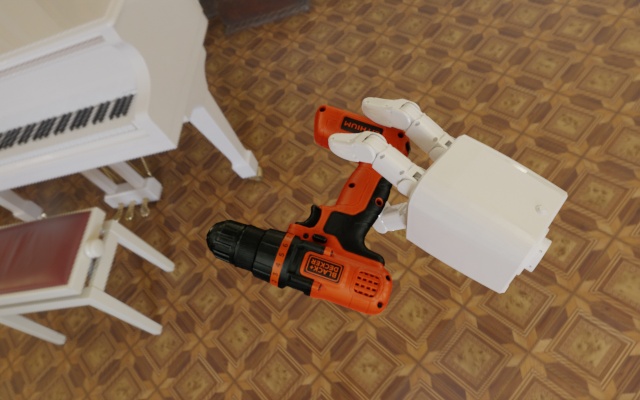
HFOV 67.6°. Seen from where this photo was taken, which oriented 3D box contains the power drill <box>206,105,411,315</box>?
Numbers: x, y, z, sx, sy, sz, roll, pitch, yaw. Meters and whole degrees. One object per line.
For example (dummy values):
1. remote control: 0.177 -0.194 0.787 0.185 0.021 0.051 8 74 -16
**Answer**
1. power drill: 0.000 0.001 0.478 0.184 0.187 0.057 19 -16 4
